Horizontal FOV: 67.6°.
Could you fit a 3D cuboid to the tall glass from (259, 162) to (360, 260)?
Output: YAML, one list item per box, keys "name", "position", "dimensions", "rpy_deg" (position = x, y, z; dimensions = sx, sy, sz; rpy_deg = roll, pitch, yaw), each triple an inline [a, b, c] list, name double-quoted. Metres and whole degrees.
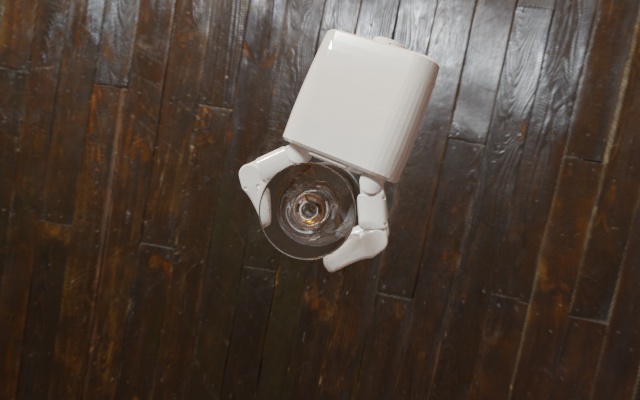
- name: "tall glass"
  position: [0.000, 0.002, 0.458]
  dimensions: [0.079, 0.079, 0.201]
  rpy_deg: [0, 4, 6]
